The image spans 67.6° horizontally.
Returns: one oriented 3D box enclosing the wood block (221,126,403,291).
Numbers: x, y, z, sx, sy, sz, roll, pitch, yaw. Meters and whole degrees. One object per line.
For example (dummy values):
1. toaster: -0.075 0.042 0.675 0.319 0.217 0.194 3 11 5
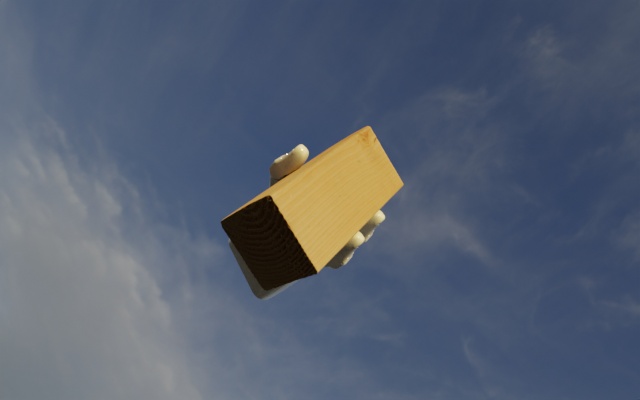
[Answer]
1. wood block: 0.000 0.002 0.548 0.090 0.091 0.206 -26 9 41
